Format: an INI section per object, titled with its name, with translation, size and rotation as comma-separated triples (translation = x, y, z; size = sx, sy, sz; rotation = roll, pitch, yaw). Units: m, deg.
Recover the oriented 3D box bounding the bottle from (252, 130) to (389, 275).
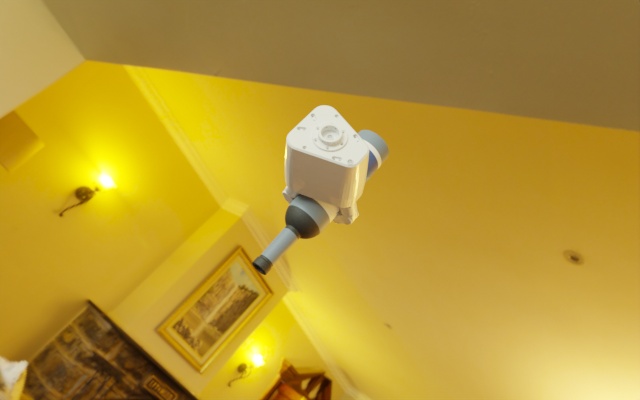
[bottle]
translation = 0.000, 0.002, 0.761
size = 0.295, 0.069, 0.069
rotation = -47, 24, -25
